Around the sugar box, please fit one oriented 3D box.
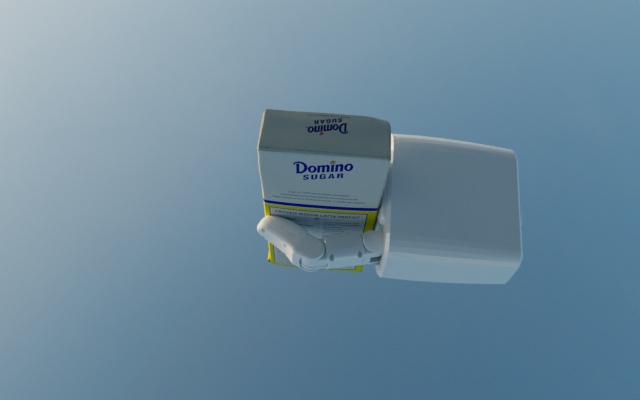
[{"bbox_3d":[0.000,0.001,0.401,0.093,0.048,0.176,5,-36,-1],"label":"sugar box"}]
